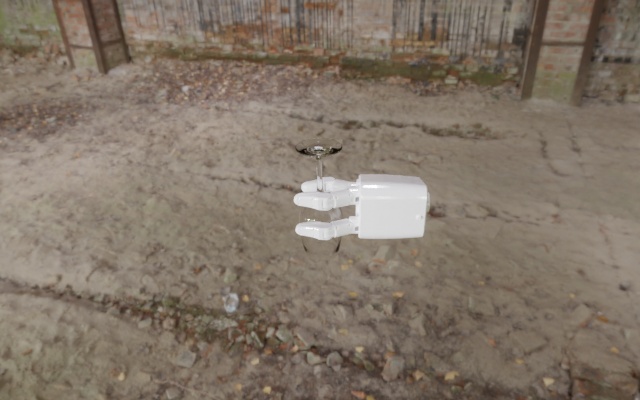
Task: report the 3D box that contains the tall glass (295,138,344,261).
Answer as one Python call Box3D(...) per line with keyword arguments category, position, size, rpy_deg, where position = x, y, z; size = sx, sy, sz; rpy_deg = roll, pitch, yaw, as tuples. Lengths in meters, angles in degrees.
Box3D(category="tall glass", position=(0.000, 0.002, 0.798), size=(0.079, 0.201, 0.079), rpy_deg=(-1, 29, 1))
